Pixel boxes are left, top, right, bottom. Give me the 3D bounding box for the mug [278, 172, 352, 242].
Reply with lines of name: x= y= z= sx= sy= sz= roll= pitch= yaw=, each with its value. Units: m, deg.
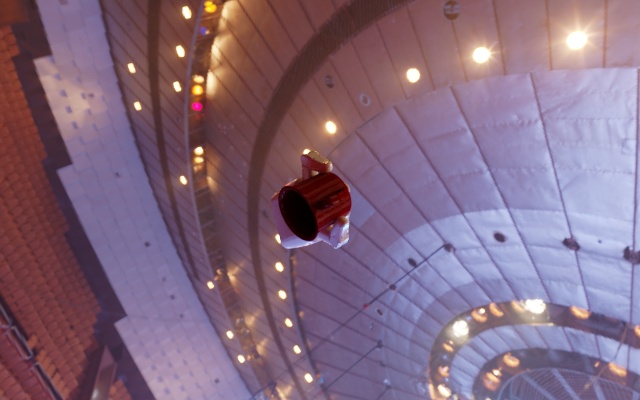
mug: x=0.001 y=0.002 z=0.735 sx=0.081 sy=0.093 sz=0.117 roll=-29 pitch=4 yaw=-33
